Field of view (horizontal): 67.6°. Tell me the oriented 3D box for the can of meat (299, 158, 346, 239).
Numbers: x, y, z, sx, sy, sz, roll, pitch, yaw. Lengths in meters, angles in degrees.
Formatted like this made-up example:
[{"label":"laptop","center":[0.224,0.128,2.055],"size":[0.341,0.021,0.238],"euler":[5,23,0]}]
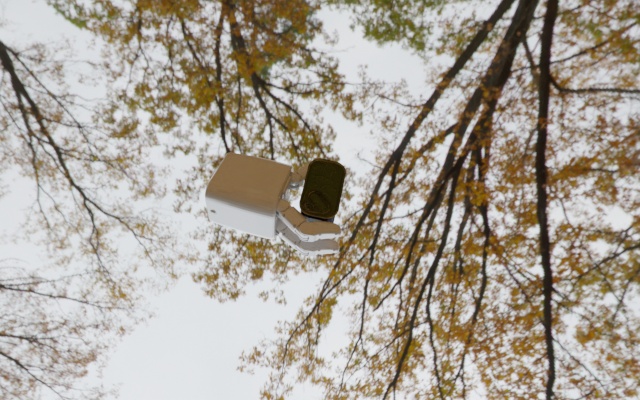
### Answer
[{"label":"can of meat","center":[0.000,0.002,0.727],"size":[0.057,0.102,0.084],"euler":[12,-33,1]}]
